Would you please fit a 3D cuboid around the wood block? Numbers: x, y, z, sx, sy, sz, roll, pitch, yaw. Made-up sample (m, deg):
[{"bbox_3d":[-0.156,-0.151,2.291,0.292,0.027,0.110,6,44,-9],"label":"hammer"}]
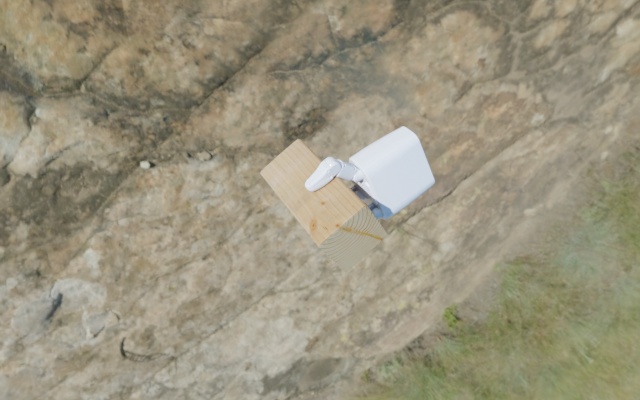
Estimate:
[{"bbox_3d":[0.000,0.002,0.757,0.206,0.090,0.091,48,-1,44],"label":"wood block"}]
